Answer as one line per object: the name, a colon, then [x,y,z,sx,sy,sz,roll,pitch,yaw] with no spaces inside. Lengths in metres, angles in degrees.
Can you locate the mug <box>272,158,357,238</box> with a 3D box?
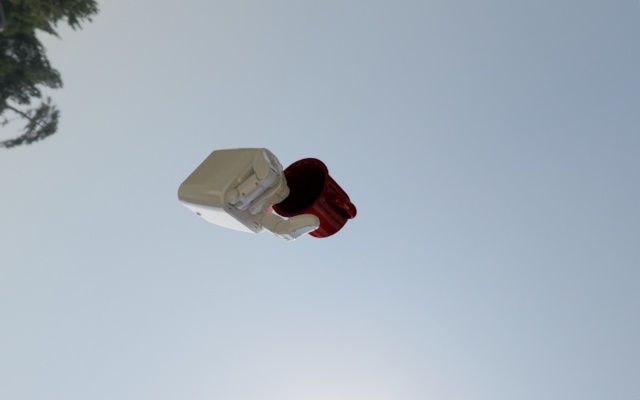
mug: [0.001,0.002,0.658,0.117,0.093,0.081,9,-24,39]
